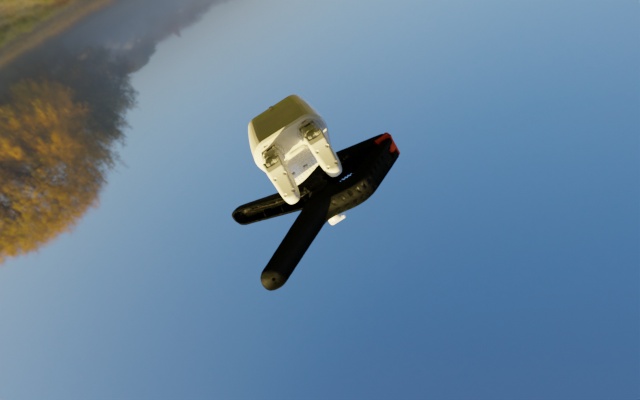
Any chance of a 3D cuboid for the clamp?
[{"bbox_3d":[0.001,0.002,0.522,0.210,0.036,0.164,-33,32,3],"label":"clamp"}]
